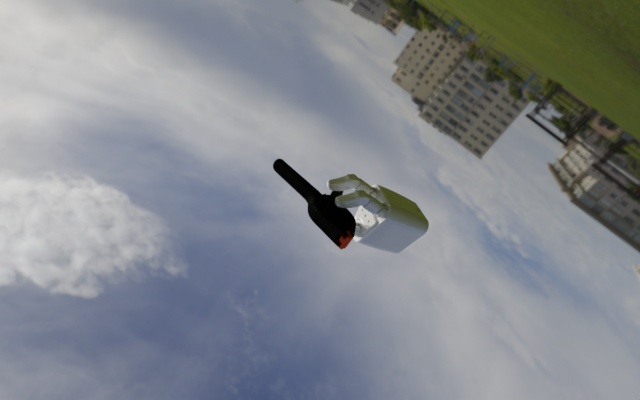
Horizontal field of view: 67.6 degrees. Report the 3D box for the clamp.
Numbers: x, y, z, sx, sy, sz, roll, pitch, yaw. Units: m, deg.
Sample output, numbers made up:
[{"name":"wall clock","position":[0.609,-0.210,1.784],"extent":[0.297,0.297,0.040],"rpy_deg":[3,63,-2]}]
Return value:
[{"name":"clamp","position":[0.000,0.004,0.854],"extent":[0.164,0.036,0.209],"rpy_deg":[20,29,-29]}]
